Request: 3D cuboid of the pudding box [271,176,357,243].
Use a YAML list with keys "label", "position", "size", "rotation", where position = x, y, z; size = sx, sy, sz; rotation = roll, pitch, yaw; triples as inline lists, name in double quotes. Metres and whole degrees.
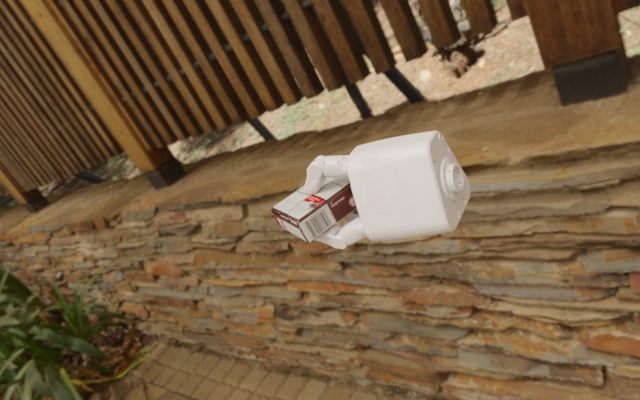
- label: "pudding box"
  position: [0.000, 0.002, 0.650]
  size: [0.113, 0.039, 0.090]
  rotation: [-34, 24, -19]
